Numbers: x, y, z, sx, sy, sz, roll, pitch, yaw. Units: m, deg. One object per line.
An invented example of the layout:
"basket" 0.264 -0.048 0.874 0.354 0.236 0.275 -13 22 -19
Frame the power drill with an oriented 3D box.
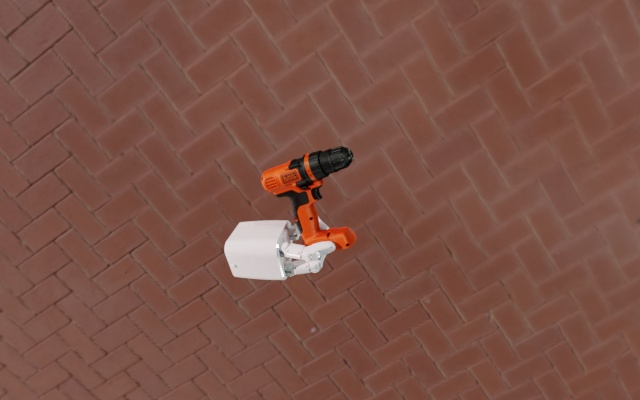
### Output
"power drill" 0.000 0.003 0.888 0.184 0.188 0.057 -16 14 26
